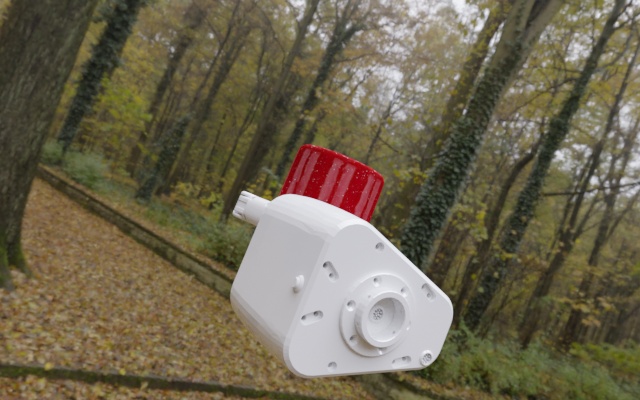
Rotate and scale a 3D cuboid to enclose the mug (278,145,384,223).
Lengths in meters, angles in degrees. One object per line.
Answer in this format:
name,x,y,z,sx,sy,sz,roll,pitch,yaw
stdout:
mug,0.000,0.001,0.432,0.093,0.081,0.117,24,-3,-25
